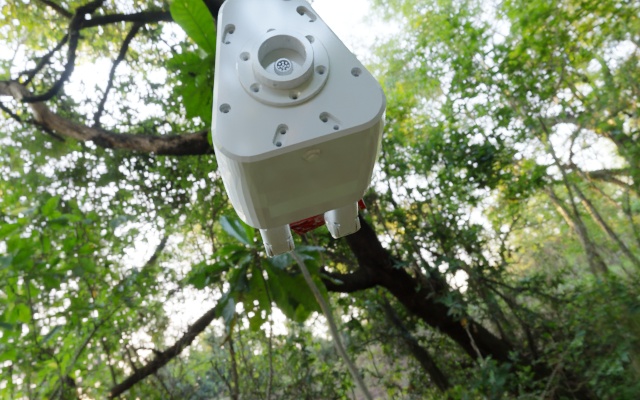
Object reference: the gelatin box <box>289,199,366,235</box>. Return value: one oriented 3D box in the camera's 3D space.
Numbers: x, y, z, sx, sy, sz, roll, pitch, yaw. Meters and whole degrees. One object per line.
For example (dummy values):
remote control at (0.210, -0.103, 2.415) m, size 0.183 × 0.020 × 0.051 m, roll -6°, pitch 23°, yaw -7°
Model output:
gelatin box at (0.000, 0.001, 0.439) m, size 0.073 × 0.030 × 0.089 m, roll -23°, pitch -14°, yaw 5°
